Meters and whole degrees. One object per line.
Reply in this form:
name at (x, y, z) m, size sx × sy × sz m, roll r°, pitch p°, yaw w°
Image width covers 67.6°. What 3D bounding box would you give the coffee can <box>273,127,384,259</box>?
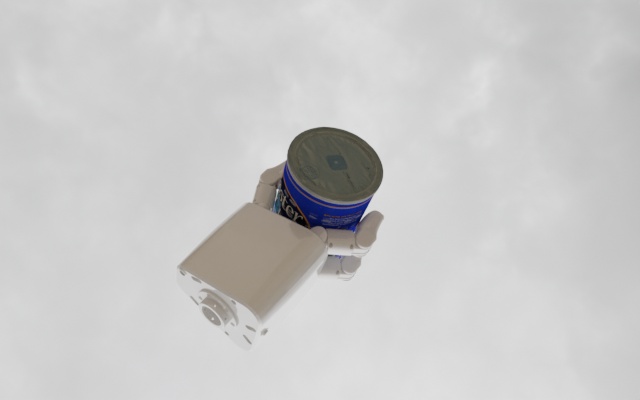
coffee can at (0.000, 0.002, 0.544) m, size 0.103 × 0.102 × 0.140 m, roll 0°, pitch -37°, yaw -17°
